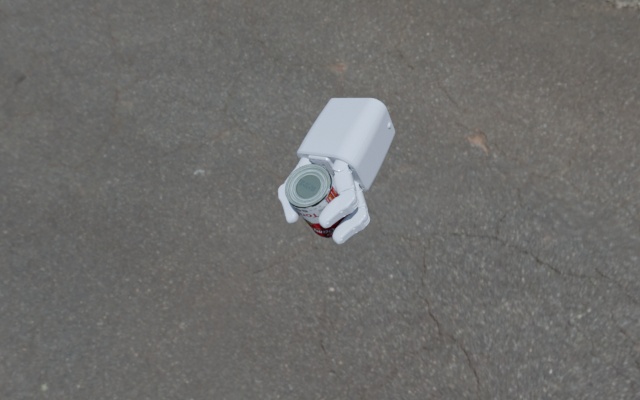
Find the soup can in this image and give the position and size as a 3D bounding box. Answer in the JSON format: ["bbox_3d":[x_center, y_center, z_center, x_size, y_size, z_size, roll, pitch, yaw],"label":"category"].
[{"bbox_3d":[0.000,0.002,0.668,0.068,0.068,0.102,0,-27,22],"label":"soup can"}]
